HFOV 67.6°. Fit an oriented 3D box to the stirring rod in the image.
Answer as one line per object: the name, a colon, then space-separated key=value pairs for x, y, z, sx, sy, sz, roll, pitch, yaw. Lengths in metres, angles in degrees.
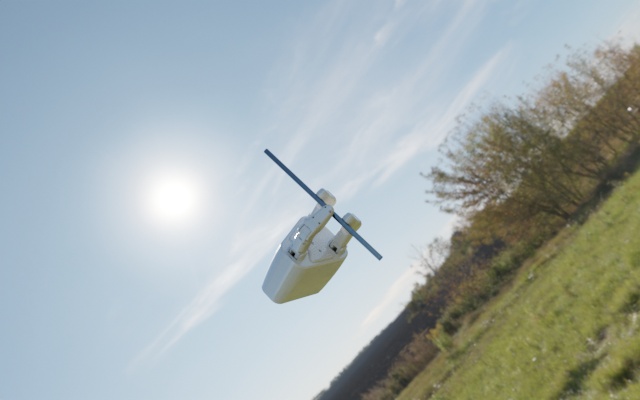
stirring rod: x=0.000 y=0.002 z=0.696 sx=0.239 sy=0.011 sz=0.011 roll=43 pitch=15 yaw=17
